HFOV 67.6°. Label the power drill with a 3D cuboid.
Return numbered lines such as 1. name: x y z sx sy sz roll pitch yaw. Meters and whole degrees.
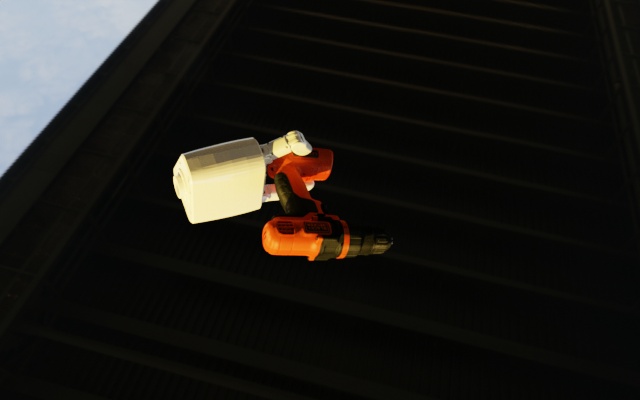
1. power drill: 0.000 0.002 0.694 0.184 0.187 0.057 4 -46 -21
